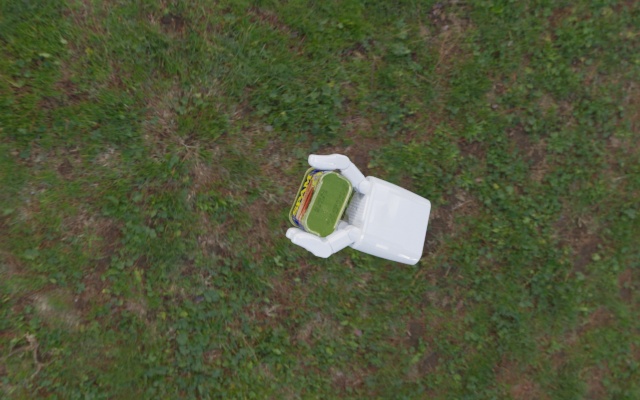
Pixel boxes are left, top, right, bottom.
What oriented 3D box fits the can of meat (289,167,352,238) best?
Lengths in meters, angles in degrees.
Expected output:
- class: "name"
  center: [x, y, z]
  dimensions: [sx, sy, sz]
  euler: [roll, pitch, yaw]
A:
- class: "can of meat"
  center: [0.000, 0.002, 0.727]
  dimensions: [0.057, 0.102, 0.084]
  euler: [22, 0, -17]
